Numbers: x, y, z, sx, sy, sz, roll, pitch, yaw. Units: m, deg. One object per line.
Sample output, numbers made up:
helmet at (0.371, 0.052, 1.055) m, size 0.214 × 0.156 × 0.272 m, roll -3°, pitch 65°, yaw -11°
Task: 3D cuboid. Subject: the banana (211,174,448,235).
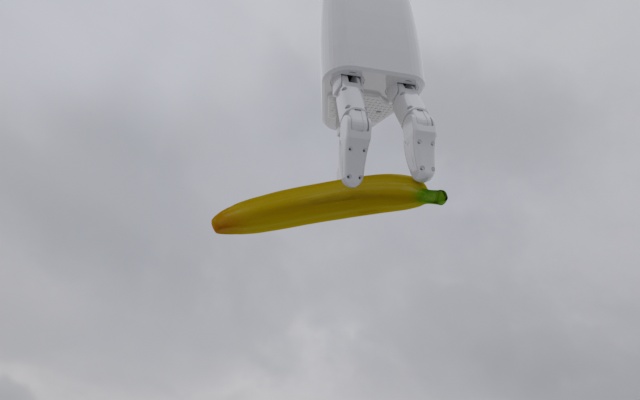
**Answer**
banana at (0.006, 0.001, 0.422) m, size 0.198 × 0.037 × 0.069 m, roll -9°, pitch -2°, yaw 7°
